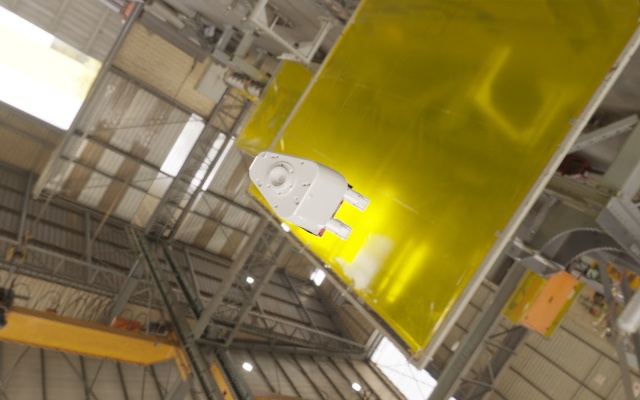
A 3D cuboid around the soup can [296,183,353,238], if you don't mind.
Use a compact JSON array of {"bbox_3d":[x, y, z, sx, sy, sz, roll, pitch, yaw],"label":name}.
[{"bbox_3d":[0.000,0.003,0.795,0.068,0.102,0.068,31,4,-2],"label":"soup can"}]
